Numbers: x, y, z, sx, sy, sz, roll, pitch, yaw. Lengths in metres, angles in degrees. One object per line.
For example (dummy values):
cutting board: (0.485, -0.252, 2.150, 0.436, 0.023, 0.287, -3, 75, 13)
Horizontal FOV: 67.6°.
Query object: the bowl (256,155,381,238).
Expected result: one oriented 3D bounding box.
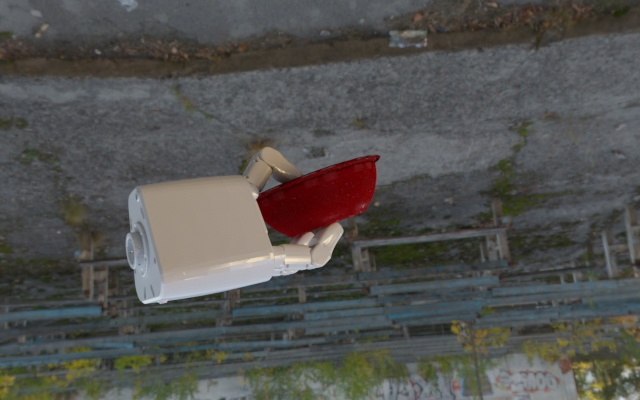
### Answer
bowl: (0.001, 0.002, 0.543, 0.162, 0.055, 0.162, -20, -3, -1)
